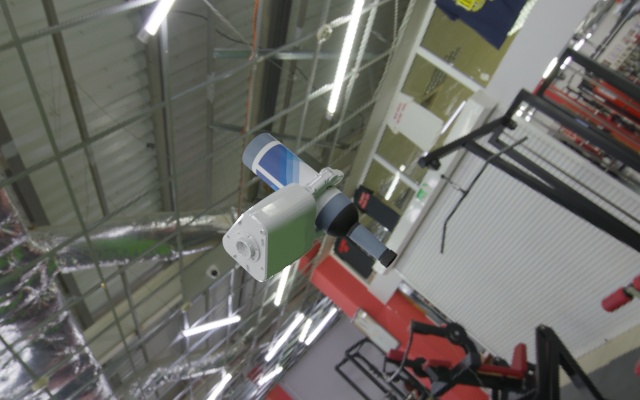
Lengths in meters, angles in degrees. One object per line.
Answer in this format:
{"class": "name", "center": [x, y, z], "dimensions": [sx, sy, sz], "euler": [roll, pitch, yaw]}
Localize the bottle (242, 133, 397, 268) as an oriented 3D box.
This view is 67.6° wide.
{"class": "bottle", "center": [0.000, 0.002, 0.765], "dimensions": [0.295, 0.069, 0.069], "euler": [40, 14, 17]}
